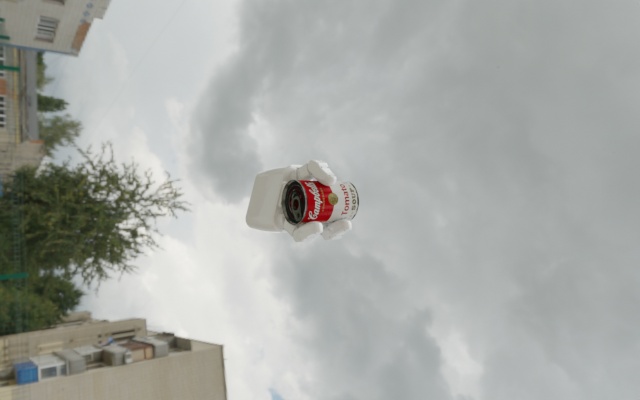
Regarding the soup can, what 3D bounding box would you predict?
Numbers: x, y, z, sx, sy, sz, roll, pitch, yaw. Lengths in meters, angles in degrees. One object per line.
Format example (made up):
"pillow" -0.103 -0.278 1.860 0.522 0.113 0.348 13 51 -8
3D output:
"soup can" 0.001 0.002 0.738 0.102 0.068 0.068 -1 0 -36
